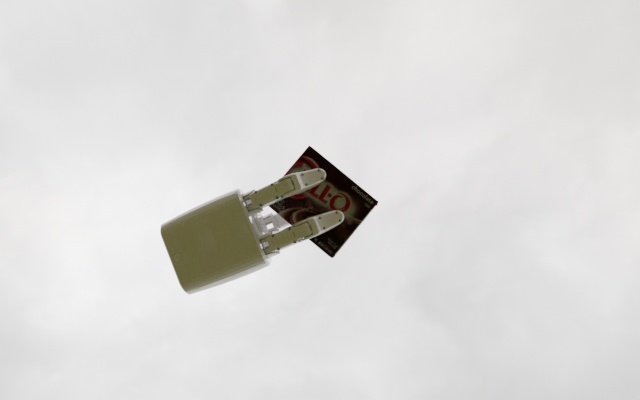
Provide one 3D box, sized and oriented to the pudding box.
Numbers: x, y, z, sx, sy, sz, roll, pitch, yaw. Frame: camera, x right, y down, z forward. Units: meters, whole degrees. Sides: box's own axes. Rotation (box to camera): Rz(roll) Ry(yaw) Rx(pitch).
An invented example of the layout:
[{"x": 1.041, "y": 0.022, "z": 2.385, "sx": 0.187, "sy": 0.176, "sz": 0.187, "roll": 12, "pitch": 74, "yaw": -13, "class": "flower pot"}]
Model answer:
[{"x": 0.000, "y": 0.002, "z": 0.592, "sx": 0.113, "sy": 0.090, "sz": 0.039, "roll": 39, "pitch": -3, "yaw": 3, "class": "pudding box"}]
